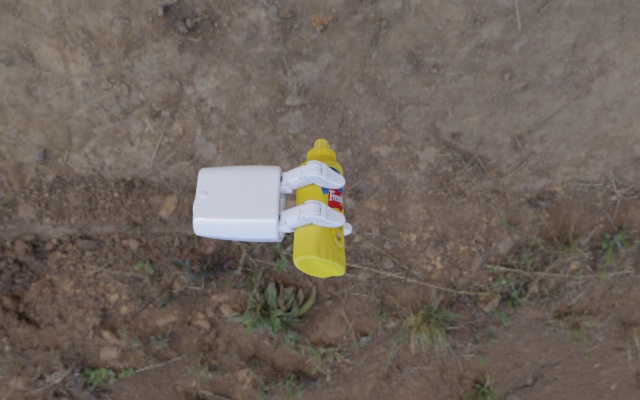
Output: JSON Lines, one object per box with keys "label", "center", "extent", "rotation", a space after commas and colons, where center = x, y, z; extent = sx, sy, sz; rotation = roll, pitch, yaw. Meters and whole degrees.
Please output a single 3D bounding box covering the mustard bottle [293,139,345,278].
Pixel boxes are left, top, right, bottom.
{"label": "mustard bottle", "center": [0.000, 0.002, 0.652], "extent": [0.058, 0.191, 0.096], "rotation": [-11, -26, 24]}
